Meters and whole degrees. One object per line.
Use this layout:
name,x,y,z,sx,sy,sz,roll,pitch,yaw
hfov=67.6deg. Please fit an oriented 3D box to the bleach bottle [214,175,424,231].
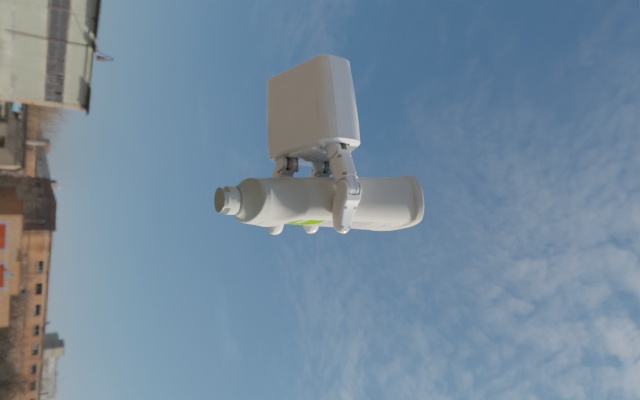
bleach bottle,0.000,0.002,0.573,0.251,0.068,0.102,2,-13,-34
